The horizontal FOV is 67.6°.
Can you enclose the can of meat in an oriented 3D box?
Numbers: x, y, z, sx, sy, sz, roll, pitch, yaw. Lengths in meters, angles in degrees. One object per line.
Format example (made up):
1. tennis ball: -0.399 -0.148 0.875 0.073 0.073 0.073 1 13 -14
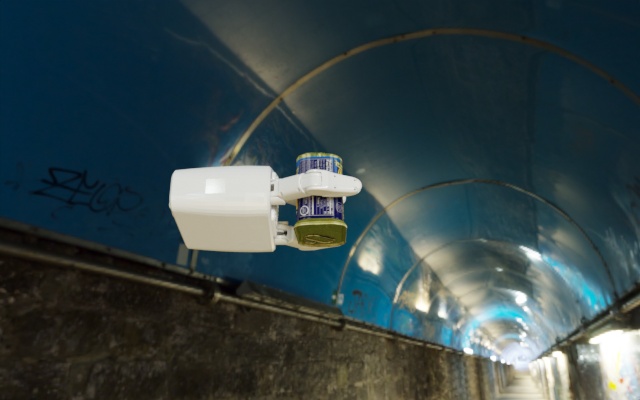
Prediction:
1. can of meat: 0.000 0.001 0.554 0.057 0.084 0.102 -1 -19 2
